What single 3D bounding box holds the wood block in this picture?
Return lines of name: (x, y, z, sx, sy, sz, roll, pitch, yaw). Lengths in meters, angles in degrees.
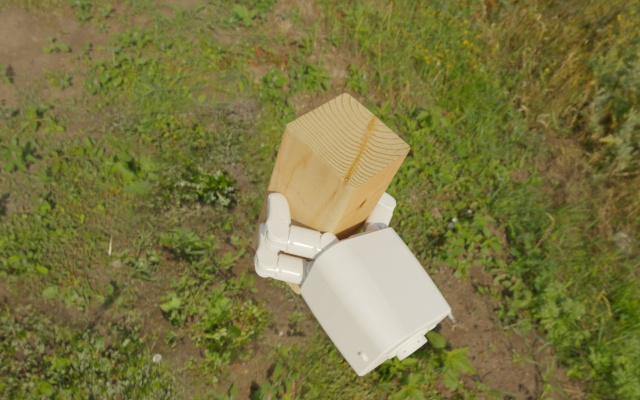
wood block: (0.001, 0.002, 0.516, 0.090, 0.090, 0.206, -35, -19, -36)
